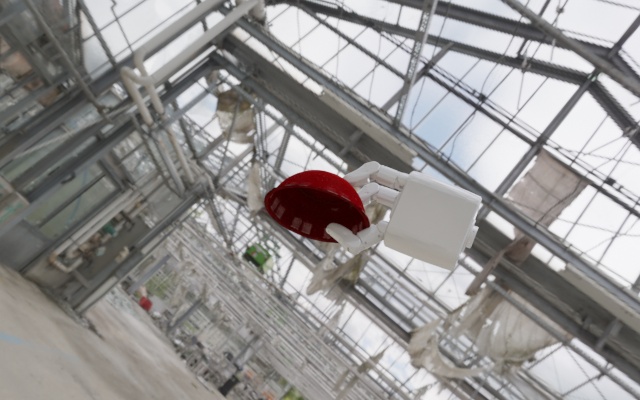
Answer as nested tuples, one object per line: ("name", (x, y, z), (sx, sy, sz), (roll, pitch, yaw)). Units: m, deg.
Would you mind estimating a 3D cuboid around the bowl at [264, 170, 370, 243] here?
("bowl", (-0.001, 0.002, 0.716), (0.162, 0.055, 0.162), (12, -30, 7))
